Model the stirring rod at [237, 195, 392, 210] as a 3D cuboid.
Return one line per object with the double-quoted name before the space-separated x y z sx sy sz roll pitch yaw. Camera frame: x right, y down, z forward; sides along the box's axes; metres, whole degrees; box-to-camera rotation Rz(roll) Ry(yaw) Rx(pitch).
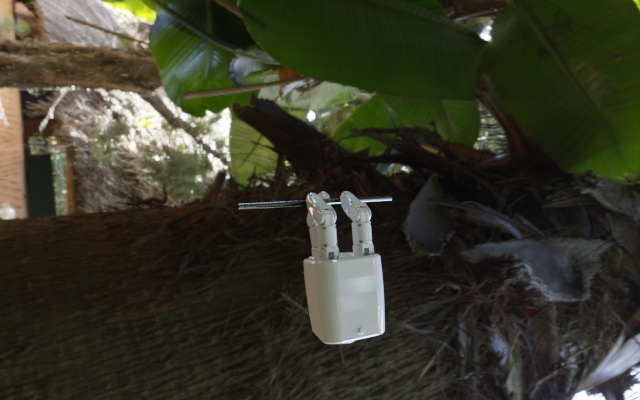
"stirring rod" 0.000 0.002 0.667 0.239 0.011 0.011 -3 1 -28
